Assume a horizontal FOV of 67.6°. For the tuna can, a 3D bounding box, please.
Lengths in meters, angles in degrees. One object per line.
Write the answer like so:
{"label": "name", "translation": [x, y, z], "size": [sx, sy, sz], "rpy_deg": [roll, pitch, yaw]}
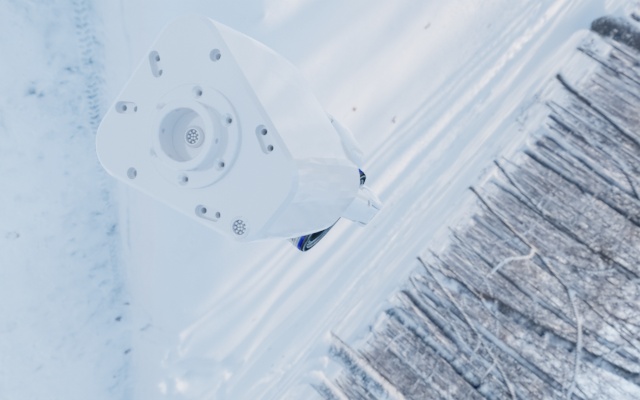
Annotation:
{"label": "tuna can", "translation": [0.001, 0.002, 0.401], "size": [0.033, 0.086, 0.086], "rpy_deg": [39, 8, 10]}
